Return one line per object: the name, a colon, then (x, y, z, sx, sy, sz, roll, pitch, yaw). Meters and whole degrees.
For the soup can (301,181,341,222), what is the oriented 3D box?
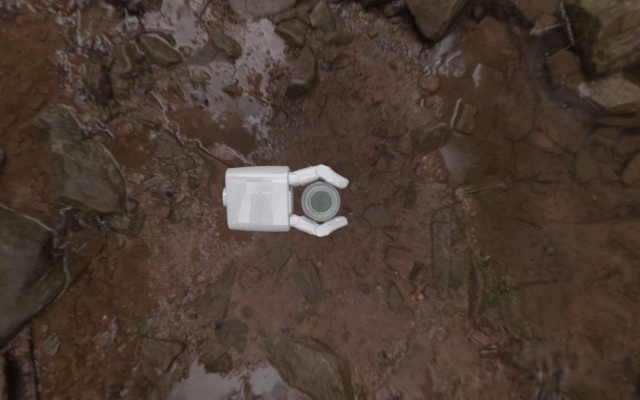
soup can: (0.001, 0.003, 0.832, 0.068, 0.068, 0.102, 0, -1, 0)
